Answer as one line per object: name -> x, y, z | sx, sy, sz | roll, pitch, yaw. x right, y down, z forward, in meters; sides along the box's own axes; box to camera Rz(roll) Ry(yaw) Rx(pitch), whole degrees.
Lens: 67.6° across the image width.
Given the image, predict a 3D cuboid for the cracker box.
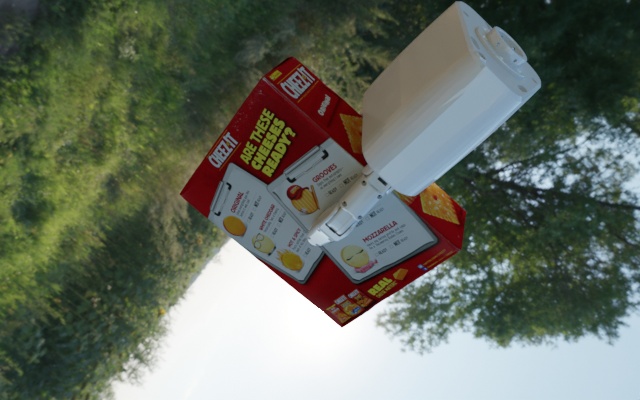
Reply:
cracker box -> 0.000, 0.002, 0.449 | 0.164, 0.214, 0.072 | -44, 9, 37
